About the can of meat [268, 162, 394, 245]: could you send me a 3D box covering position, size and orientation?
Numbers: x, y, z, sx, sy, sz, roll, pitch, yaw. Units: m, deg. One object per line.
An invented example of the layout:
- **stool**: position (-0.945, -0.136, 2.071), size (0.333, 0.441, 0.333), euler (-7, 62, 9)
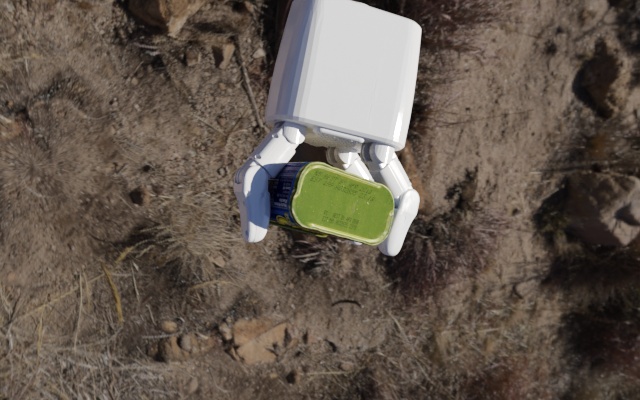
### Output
- **can of meat**: position (0.000, 0.001, 0.408), size (0.102, 0.057, 0.084), euler (17, -6, -31)
